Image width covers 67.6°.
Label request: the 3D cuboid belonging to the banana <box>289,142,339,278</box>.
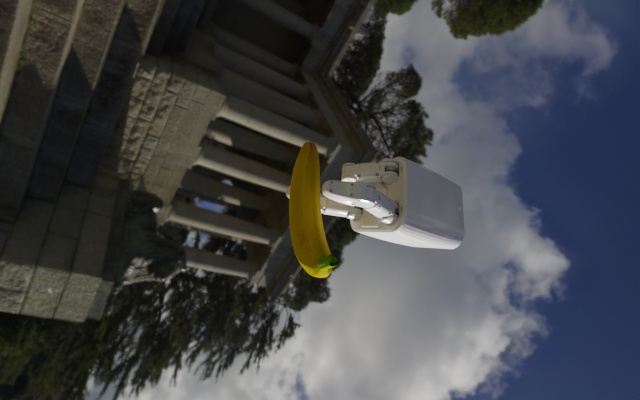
[{"bbox_3d":[-0.009,0.017,0.538,0.037,0.197,0.070,19,-53,-28],"label":"banana"}]
